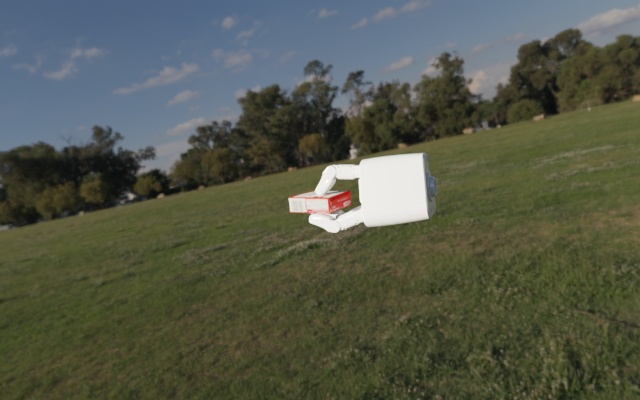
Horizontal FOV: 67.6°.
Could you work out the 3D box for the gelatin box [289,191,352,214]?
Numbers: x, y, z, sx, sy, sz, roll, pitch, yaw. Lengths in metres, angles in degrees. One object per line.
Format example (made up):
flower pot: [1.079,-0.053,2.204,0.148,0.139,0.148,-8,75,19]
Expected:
gelatin box: [0.000,0.002,0.852,0.089,0.030,0.073,1,11,34]
